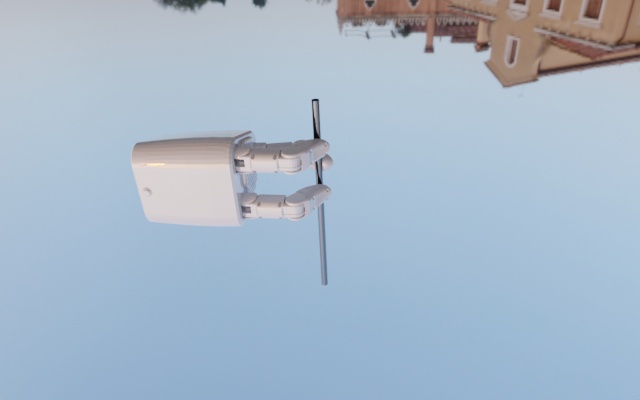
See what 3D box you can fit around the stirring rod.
[{"bbox_3d":[0.000,0.002,0.544,0.011,0.240,0.011,-2,31,1],"label":"stirring rod"}]
